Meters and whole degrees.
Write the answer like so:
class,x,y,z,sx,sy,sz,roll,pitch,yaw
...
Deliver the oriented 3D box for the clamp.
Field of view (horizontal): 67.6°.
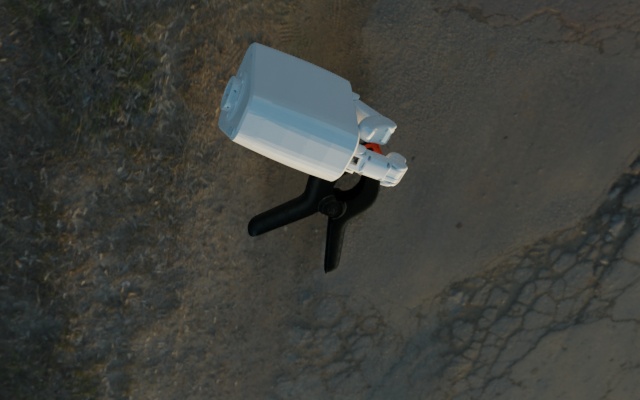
class,x,y,z,sx,sy,sz,roll,pitch,yaw
clamp,0.000,0.002,0.524,0.120,0.171,0.039,18,26,-24
